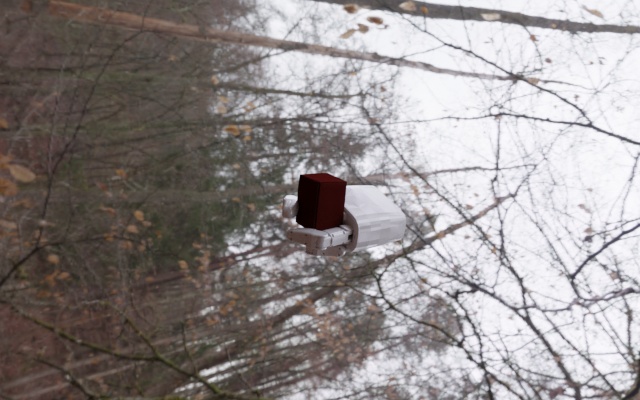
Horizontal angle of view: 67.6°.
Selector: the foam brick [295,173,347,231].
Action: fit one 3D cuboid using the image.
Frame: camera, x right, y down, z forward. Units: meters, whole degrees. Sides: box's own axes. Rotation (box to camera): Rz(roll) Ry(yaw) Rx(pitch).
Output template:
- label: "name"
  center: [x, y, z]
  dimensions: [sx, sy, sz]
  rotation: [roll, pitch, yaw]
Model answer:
- label: "foam brick"
  center: [0.000, 0.002, 0.702]
  dimensions: [0.051, 0.078, 0.053]
  rotation: [-6, 21, -34]
